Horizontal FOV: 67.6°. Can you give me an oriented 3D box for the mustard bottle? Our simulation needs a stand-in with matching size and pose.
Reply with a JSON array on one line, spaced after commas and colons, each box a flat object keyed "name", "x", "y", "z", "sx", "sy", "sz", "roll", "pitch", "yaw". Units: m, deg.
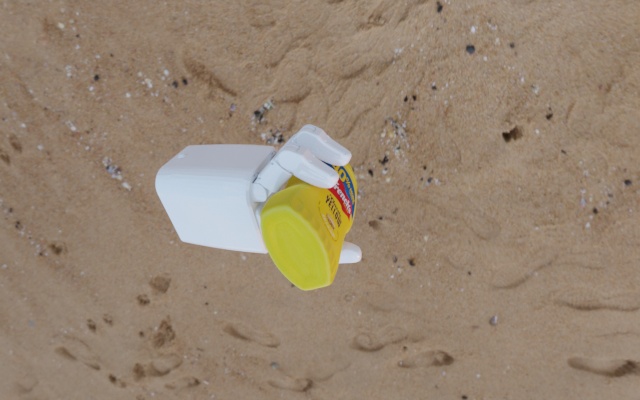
[{"name": "mustard bottle", "x": 0.000, "y": 0.002, "z": 0.513, "sx": 0.058, "sy": 0.096, "sz": 0.191, "roll": -19, "pitch": 22, "yaw": 24}]
